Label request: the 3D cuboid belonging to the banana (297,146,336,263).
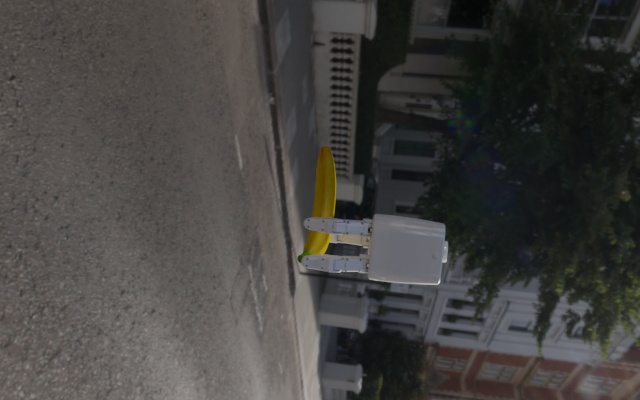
[{"bbox_3d":[0.002,0.013,0.766,0.037,0.197,0.070,5,-21,11],"label":"banana"}]
